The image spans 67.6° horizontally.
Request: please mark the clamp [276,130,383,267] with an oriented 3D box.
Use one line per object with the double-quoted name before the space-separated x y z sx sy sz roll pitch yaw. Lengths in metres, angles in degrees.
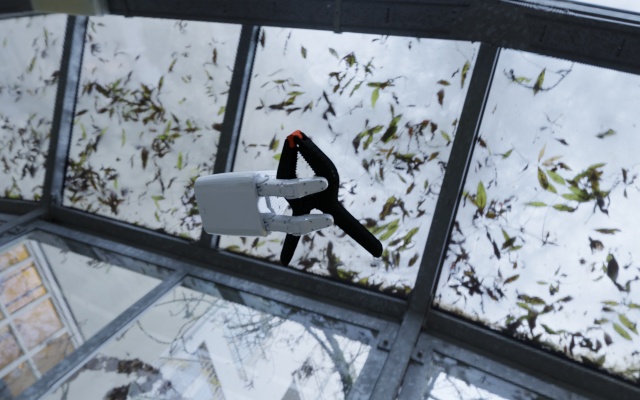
"clamp" 0.000 0.001 0.686 0.164 0.210 0.036 -2 21 20
